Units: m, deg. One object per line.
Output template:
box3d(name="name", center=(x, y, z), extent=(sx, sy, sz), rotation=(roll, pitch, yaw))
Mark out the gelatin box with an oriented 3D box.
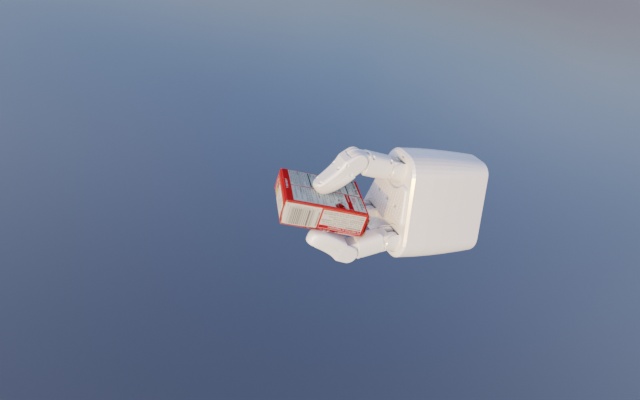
box3d(name="gelatin box", center=(0.000, 0.001, 0.495), extent=(0.089, 0.030, 0.073), rotation=(10, 27, -15))
